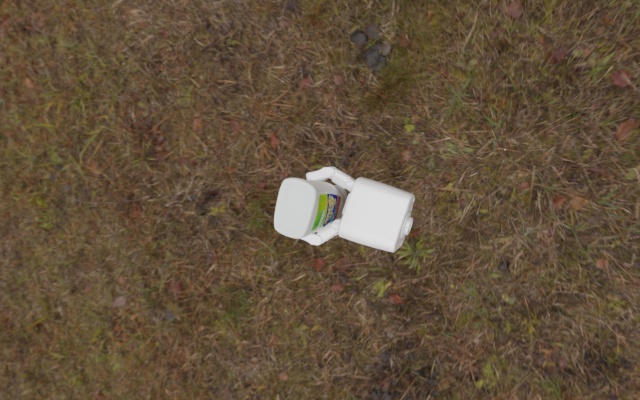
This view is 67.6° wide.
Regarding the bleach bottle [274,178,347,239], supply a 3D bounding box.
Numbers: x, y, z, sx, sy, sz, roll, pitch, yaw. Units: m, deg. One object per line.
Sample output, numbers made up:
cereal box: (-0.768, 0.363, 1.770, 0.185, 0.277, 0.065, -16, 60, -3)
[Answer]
bleach bottle: (0.000, 0.003, 0.892, 0.068, 0.102, 0.251, 18, 12, 18)
